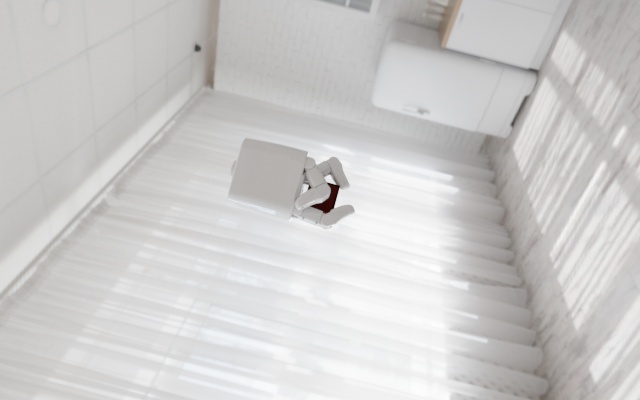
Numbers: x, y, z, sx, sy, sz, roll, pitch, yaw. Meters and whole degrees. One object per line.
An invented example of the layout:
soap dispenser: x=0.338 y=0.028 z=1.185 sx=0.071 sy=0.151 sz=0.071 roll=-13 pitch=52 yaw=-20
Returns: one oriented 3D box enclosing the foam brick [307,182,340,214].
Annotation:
foam brick: x=0.000 y=0.003 z=0.815 sx=0.051 sy=0.053 sz=0.078 roll=15 pitch=-18 yaw=2
